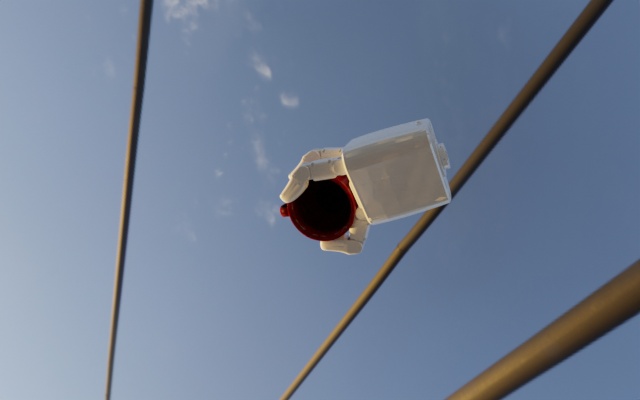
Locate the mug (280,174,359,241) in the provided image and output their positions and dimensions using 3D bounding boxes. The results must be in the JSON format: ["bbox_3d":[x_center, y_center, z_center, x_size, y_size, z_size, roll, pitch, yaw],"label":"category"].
[{"bbox_3d":[-0.001,0.003,0.665,0.117,0.093,0.081,-14,11,20],"label":"mug"}]
